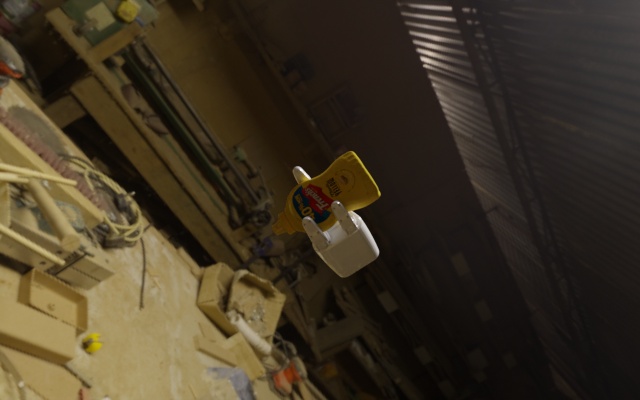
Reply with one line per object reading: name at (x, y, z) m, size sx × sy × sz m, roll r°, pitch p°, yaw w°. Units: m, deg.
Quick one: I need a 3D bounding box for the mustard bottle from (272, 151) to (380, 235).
mustard bottle at (0.000, 0.002, 0.827) m, size 0.191 × 0.096 × 0.058 m, roll -32°, pitch -22°, yaw 3°
